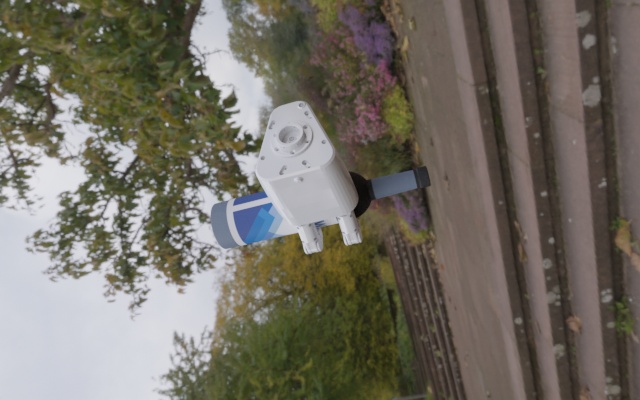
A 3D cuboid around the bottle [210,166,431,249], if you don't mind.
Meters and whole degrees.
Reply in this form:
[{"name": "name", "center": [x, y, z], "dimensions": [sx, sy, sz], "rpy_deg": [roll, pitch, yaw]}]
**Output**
[{"name": "bottle", "center": [0.000, 0.002, 0.649], "dimensions": [0.296, 0.069, 0.069], "rpy_deg": [-14, -3, 10]}]
